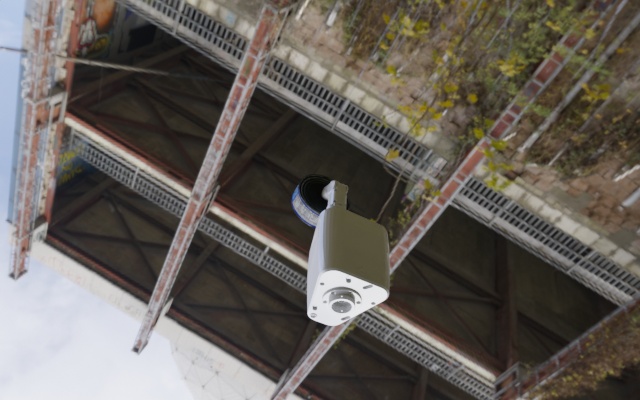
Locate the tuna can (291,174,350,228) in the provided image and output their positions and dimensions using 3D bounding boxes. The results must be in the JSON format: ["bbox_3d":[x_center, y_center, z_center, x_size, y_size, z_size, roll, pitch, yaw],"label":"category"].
[{"bbox_3d":[0.000,0.003,0.725,0.086,0.086,0.034,0,-40,-33],"label":"tuna can"}]
